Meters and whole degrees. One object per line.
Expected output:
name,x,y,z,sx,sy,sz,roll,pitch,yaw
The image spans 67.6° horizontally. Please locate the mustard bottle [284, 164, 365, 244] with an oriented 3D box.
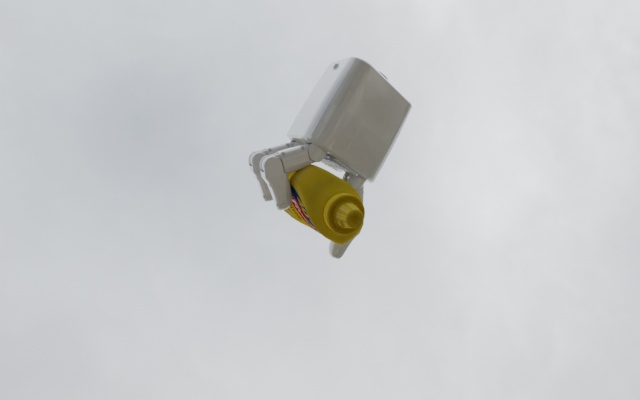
mustard bottle,0.000,0.002,0.539,0.058,0.096,0.191,-38,20,-11
